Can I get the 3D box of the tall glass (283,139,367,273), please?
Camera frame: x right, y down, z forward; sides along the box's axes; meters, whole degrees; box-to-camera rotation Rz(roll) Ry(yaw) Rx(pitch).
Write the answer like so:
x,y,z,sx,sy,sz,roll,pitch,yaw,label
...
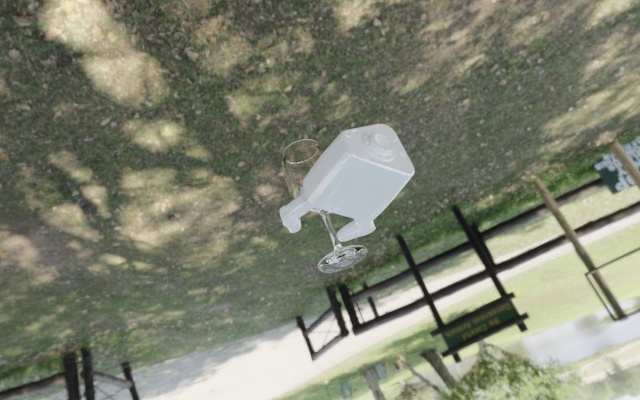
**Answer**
x,y,z,sx,sy,sz,roll,pitch,yaw,label
0.000,0.003,0.719,0.079,0.201,0.079,-16,-30,-9,tall glass
